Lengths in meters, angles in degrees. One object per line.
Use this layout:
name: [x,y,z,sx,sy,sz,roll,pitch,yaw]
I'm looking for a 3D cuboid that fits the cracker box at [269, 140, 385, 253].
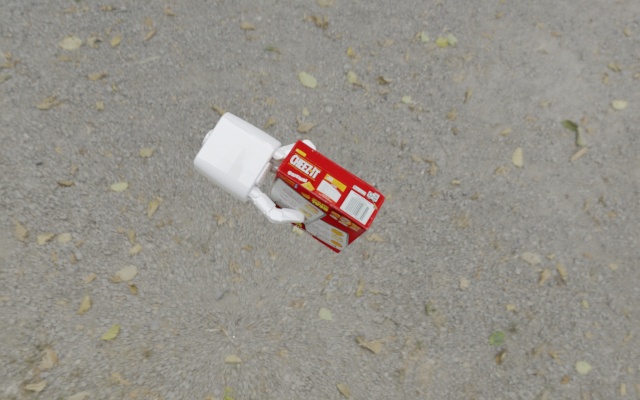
cracker box: [0.000,0.003,0.812,0.164,0.072,0.214,33,-19,0]
